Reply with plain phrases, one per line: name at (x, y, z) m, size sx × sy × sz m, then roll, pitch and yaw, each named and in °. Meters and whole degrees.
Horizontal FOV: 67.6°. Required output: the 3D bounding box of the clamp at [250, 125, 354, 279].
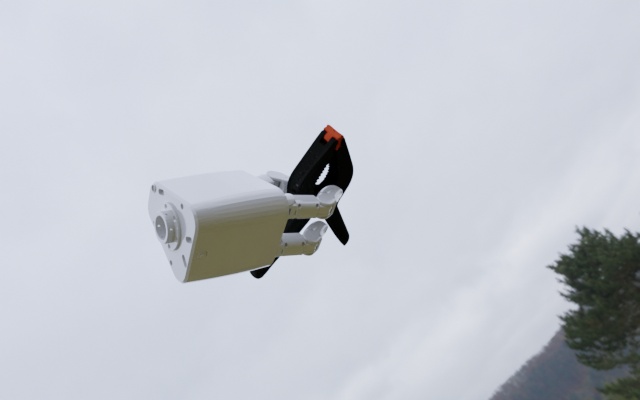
clamp at (0.000, 0.001, 0.610) m, size 0.164 × 0.210 × 0.036 m, roll -11°, pitch 43°, yaw -42°
